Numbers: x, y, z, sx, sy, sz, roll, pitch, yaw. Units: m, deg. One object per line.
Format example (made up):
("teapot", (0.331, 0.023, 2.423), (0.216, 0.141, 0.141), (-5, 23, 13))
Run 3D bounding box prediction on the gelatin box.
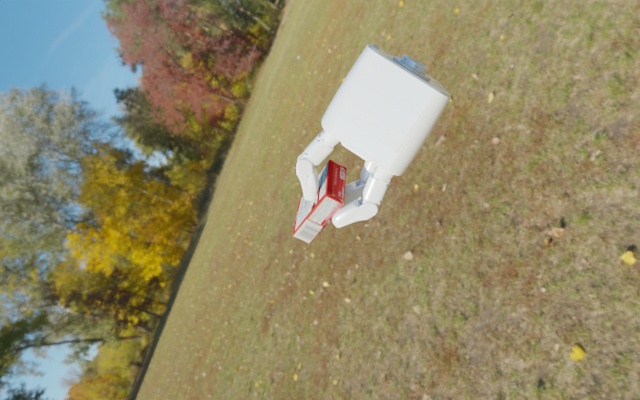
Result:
("gelatin box", (0.000, 0.002, 0.628), (0.030, 0.089, 0.073), (27, 37, -16))
